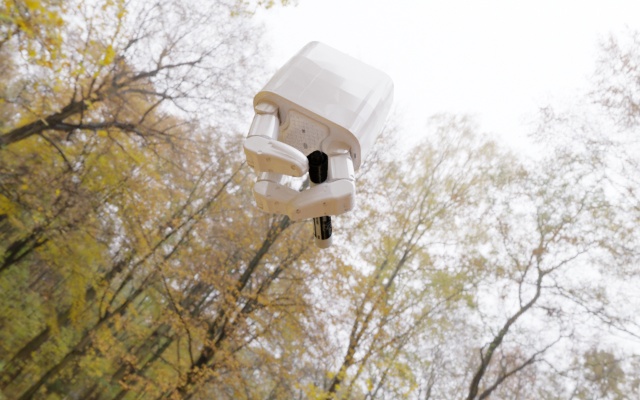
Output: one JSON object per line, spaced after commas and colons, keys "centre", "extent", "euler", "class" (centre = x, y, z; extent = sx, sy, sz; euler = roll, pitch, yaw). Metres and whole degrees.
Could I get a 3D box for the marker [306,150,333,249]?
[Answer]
{"centre": [0.000, 0.001, 0.435], "extent": [0.020, 0.020, 0.121], "euler": [0, -41, 4], "class": "marker"}
